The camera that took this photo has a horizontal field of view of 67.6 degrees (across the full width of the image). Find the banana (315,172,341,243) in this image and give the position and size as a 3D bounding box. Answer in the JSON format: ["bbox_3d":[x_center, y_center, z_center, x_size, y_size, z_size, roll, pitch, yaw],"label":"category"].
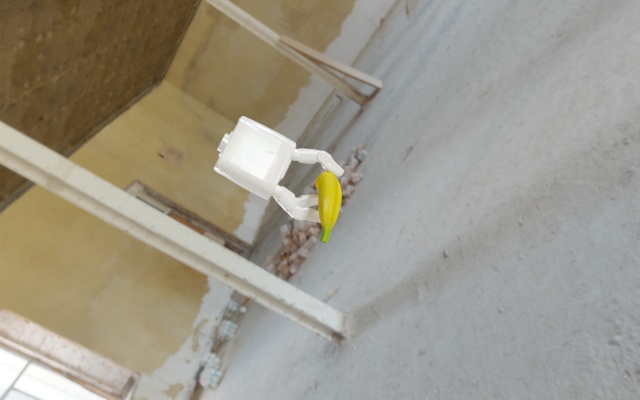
[{"bbox_3d":[0.009,-0.010,0.820,0.037,0.070,0.197,25,26,-13],"label":"banana"}]
